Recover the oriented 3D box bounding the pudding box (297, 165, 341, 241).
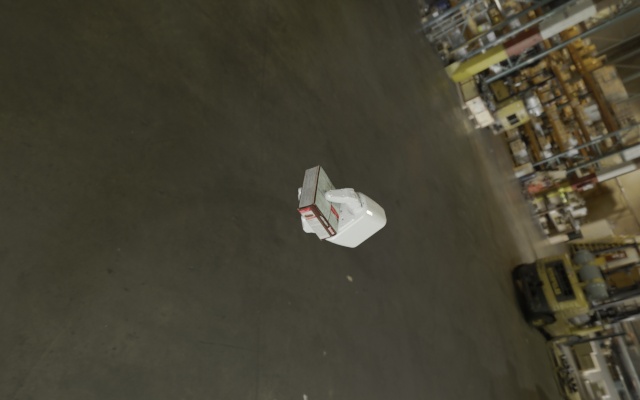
[{"bbox_3d":[0.000,0.003,0.890,0.039,0.090,0.113,-21,37,22],"label":"pudding box"}]
